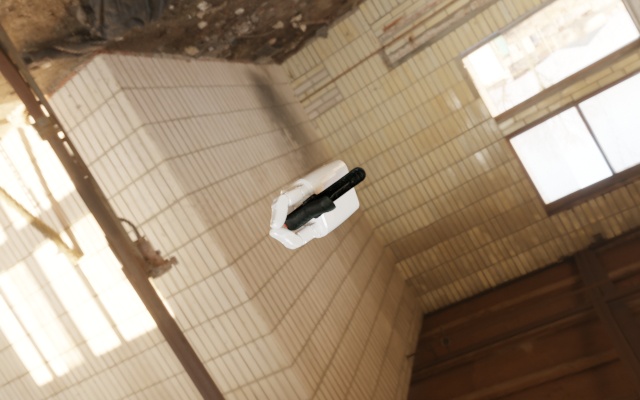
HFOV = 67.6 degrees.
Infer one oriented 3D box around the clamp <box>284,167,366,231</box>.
[{"bbox_3d":[0.000,0.003,0.784,0.120,0.039,0.171,-34,4,-40],"label":"clamp"}]
